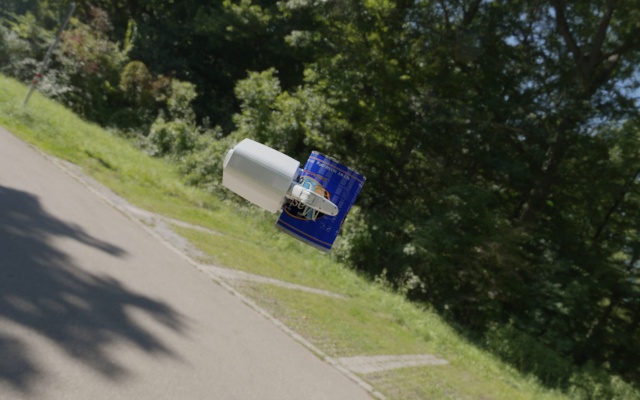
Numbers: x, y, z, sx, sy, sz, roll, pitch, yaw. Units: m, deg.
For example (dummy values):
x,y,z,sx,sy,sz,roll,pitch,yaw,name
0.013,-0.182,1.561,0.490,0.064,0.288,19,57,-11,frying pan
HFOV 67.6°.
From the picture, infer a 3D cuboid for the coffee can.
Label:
x,y,z,sx,sy,sz,roll,pitch,yaw,name
0.000,0.003,0.799,0.103,0.140,0.103,27,-1,1,coffee can
